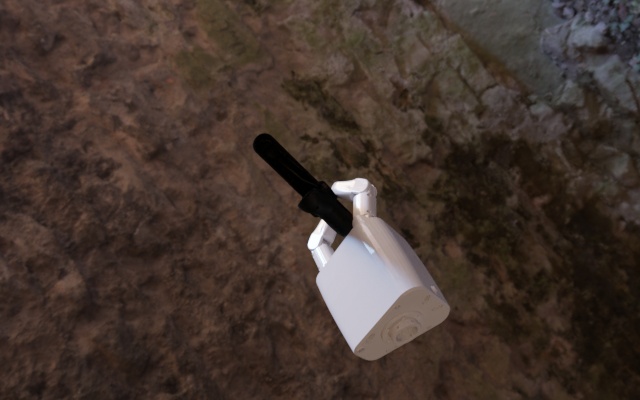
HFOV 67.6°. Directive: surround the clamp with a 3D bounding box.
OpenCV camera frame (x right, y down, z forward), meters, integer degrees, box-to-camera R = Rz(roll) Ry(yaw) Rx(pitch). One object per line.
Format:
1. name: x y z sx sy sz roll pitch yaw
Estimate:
1. clamp: 0.000 0.002 0.530 0.171 0.039 0.120 39 14 -42
